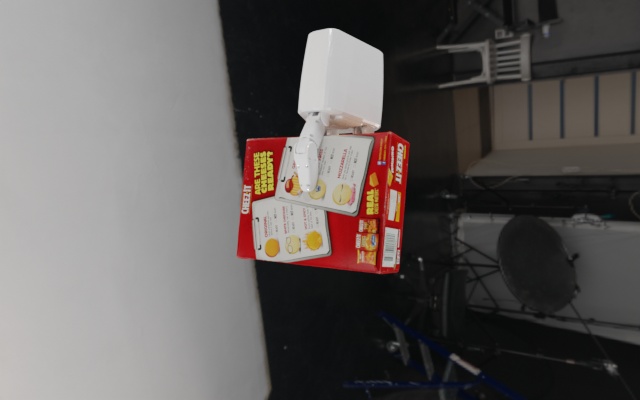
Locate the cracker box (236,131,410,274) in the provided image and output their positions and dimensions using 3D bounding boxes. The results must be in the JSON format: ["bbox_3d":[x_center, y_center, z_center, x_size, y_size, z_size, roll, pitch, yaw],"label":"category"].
[{"bbox_3d":[0.000,0.002,0.616,0.213,0.164,0.072,2,-6,32],"label":"cracker box"}]
